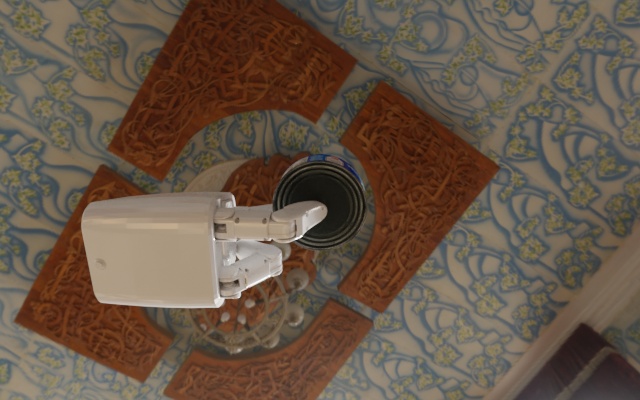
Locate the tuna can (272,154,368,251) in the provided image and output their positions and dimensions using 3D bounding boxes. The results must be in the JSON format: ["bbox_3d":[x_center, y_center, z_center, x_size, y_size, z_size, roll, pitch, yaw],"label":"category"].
[{"bbox_3d":[0.000,0.001,0.444,0.086,0.086,0.033,0,18,3],"label":"tuna can"}]
